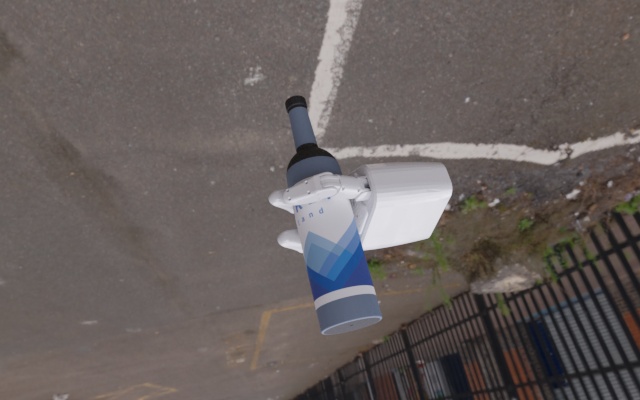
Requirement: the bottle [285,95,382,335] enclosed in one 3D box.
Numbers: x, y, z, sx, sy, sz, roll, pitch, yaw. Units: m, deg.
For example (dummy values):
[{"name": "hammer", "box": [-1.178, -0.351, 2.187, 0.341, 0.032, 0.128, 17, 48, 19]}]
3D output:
[{"name": "bottle", "box": [0.000, 0.002, 0.561, 0.069, 0.295, 0.069, -12, -24, -5]}]
